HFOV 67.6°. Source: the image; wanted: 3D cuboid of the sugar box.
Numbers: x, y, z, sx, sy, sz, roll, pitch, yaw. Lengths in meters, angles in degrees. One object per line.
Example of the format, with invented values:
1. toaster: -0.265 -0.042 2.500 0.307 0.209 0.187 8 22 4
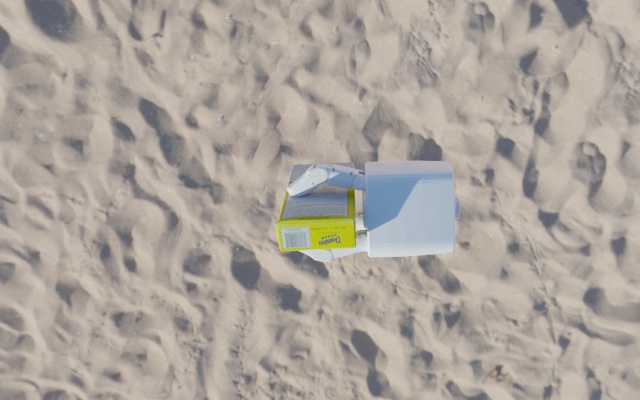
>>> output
1. sugar box: 0.000 0.003 0.629 0.093 0.048 0.176 -2 24 6
